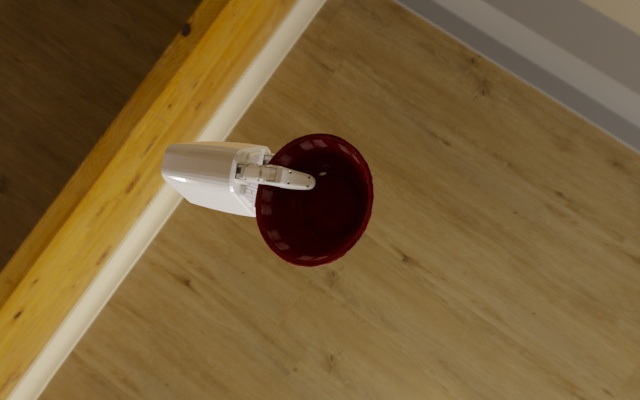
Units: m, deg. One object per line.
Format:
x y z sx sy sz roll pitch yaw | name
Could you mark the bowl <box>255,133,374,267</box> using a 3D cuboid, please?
0.001 0.002 0.590 0.162 0.162 0.055 0 -9 29 | bowl
